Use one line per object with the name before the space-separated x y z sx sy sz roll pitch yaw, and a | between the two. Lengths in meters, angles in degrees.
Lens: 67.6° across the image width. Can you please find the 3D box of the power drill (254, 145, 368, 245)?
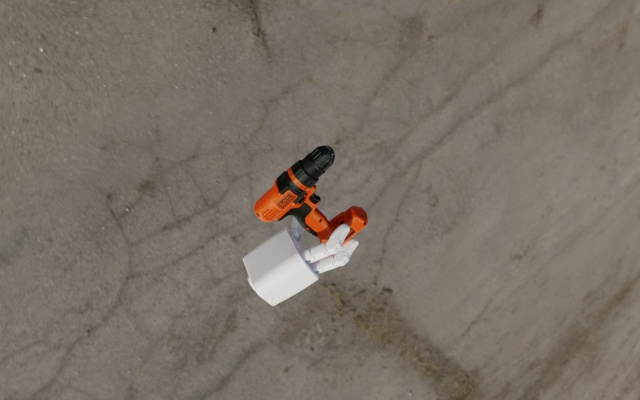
power drill | 0.000 0.003 0.880 0.184 0.057 0.188 -40 -57 21
